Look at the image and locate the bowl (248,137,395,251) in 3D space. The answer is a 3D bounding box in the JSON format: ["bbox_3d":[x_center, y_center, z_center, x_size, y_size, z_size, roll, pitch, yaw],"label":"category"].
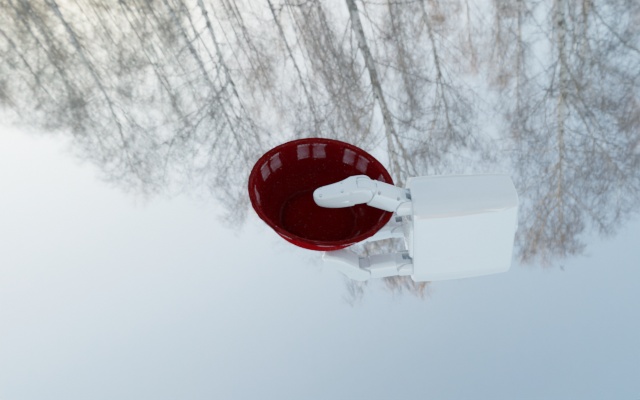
[{"bbox_3d":[-0.001,0.002,0.534,0.162,0.162,0.055,0,-42,-8],"label":"bowl"}]
